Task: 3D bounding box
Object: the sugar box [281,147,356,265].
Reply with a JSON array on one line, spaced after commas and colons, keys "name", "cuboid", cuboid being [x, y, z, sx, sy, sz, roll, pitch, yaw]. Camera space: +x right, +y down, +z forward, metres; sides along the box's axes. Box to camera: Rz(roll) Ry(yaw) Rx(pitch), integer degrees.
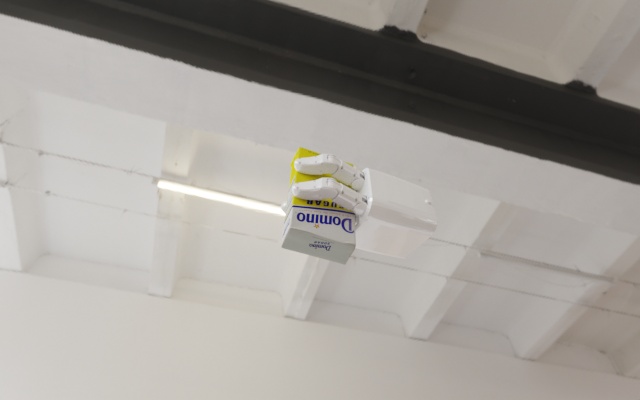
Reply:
[{"name": "sugar box", "cuboid": [0.000, 0.002, 0.676, 0.093, 0.048, 0.176, 16, 38, -13]}]
